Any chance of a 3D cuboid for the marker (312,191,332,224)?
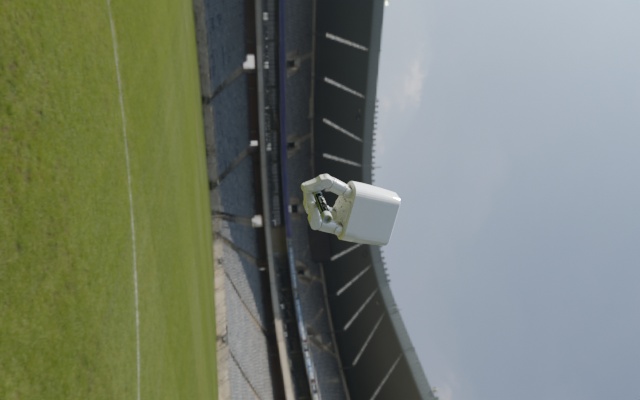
[{"bbox_3d":[0.000,0.003,0.900,0.020,0.020,0.121,0,31,-14],"label":"marker"}]
